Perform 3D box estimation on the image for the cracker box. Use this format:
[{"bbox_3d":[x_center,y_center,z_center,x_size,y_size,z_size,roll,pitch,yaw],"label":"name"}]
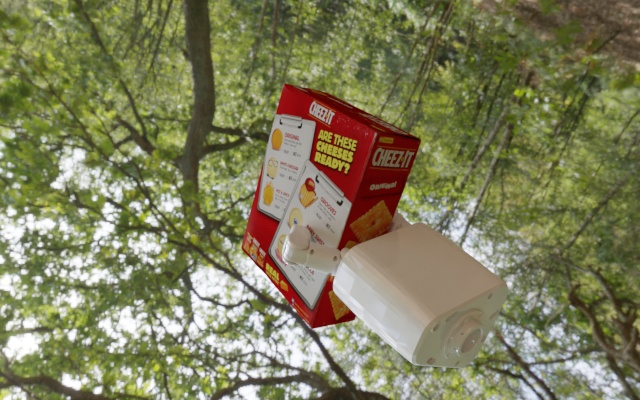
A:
[{"bbox_3d":[0.000,0.002,0.523,0.072,0.214,0.164,1,26,-39],"label":"cracker box"}]
